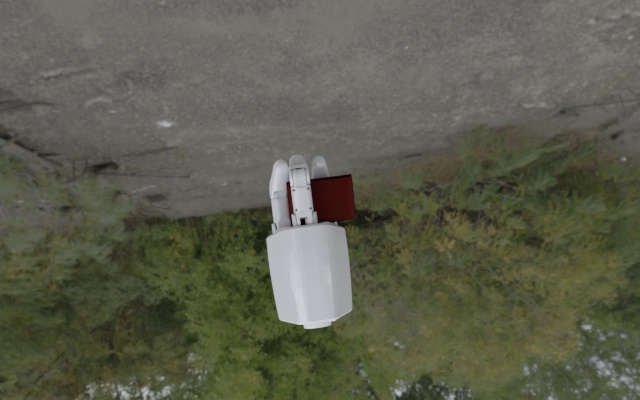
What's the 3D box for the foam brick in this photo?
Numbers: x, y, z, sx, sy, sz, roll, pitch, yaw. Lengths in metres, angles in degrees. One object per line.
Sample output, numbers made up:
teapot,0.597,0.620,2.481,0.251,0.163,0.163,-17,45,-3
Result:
foam brick,0.000,0.002,0.574,0.078,0.051,0.053,-7,-7,-3
